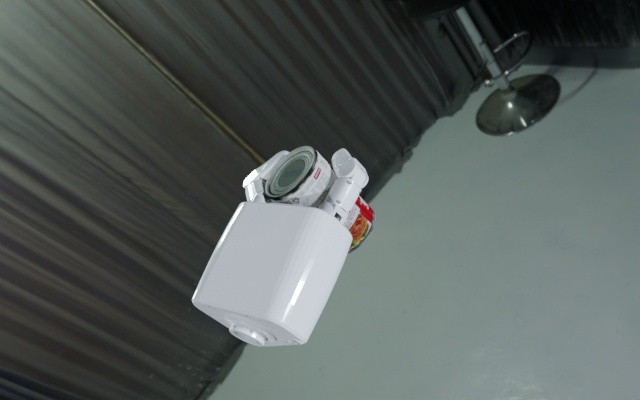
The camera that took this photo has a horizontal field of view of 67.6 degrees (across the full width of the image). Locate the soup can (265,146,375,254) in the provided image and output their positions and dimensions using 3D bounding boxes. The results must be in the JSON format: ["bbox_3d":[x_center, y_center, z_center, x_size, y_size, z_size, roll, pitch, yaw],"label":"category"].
[{"bbox_3d":[0.000,0.001,0.490,0.068,0.068,0.102,0,-37,50],"label":"soup can"}]
